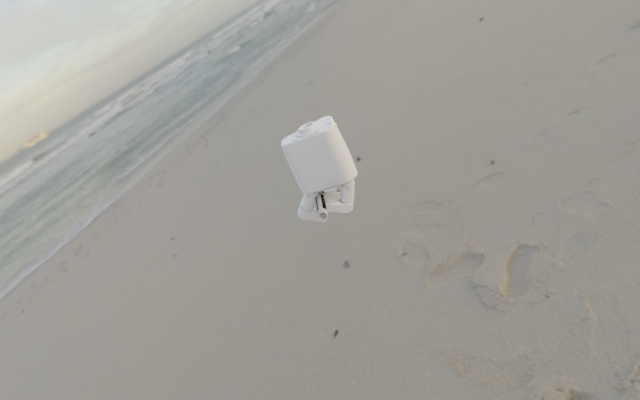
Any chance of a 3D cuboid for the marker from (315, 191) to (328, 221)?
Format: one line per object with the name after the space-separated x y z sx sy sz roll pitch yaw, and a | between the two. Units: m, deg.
0.000 0.003 0.885 0.020 0.020 0.121 0 24 -4 | marker
